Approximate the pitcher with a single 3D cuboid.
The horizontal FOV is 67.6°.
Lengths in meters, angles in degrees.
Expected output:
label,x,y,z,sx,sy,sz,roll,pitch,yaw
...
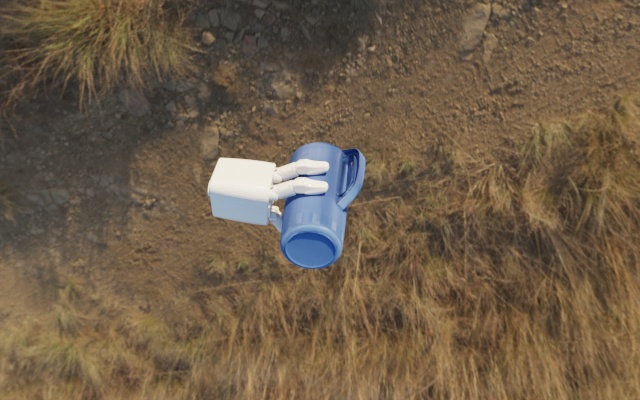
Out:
label,x,y,z,sx,sy,sz,roll,pitch,yaw
pitcher,0.000,0.003,0.897,0.145,0.149,0.242,9,40,-3
